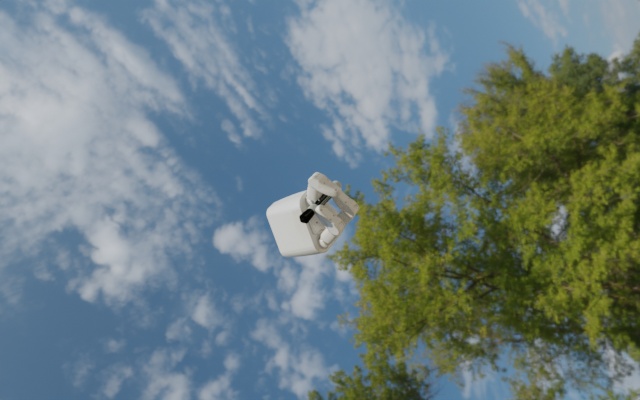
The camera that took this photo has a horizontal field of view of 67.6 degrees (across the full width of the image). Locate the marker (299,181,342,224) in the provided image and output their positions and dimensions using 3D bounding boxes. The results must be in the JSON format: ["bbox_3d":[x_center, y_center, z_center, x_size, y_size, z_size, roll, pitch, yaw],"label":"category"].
[{"bbox_3d":[0.000,0.003,0.846,0.020,0.020,0.121,0,32,38],"label":"marker"}]
